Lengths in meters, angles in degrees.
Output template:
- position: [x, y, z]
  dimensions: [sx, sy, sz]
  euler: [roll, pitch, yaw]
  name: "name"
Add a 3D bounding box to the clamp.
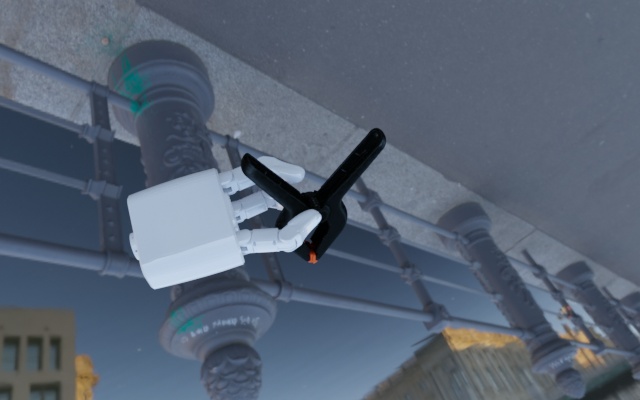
- position: [0.000, 0.003, 0.582]
  dimensions: [0.164, 0.036, 0.210]
  euler: [-17, -40, -10]
  name: "clamp"
